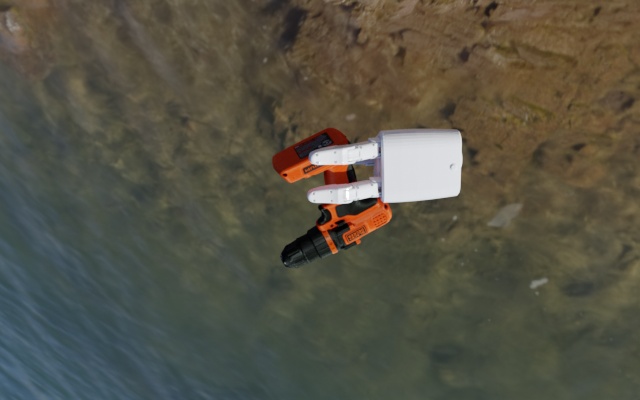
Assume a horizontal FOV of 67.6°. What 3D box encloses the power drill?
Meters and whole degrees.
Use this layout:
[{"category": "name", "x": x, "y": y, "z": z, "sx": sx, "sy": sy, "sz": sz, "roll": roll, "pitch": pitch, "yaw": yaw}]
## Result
[{"category": "power drill", "x": 0.000, "y": 0.002, "z": 0.691, "sx": 0.184, "sy": 0.188, "sz": 0.057, "roll": -29, "pitch": 40, "yaw": -4}]
